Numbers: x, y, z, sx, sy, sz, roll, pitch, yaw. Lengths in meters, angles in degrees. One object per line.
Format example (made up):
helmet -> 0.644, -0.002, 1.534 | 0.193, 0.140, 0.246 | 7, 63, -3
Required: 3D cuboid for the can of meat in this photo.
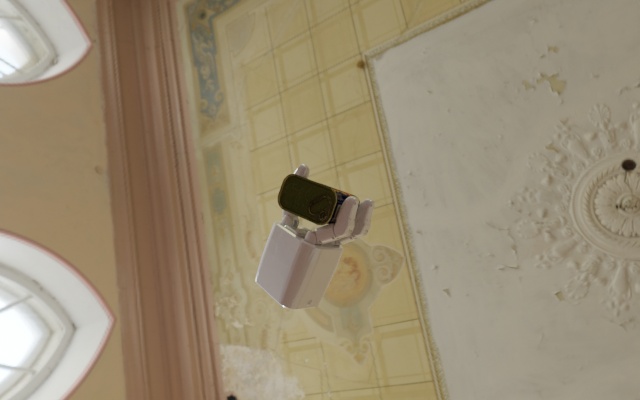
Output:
can of meat -> 0.000, 0.002, 0.736 | 0.102, 0.057, 0.084 | 22, 5, 32
